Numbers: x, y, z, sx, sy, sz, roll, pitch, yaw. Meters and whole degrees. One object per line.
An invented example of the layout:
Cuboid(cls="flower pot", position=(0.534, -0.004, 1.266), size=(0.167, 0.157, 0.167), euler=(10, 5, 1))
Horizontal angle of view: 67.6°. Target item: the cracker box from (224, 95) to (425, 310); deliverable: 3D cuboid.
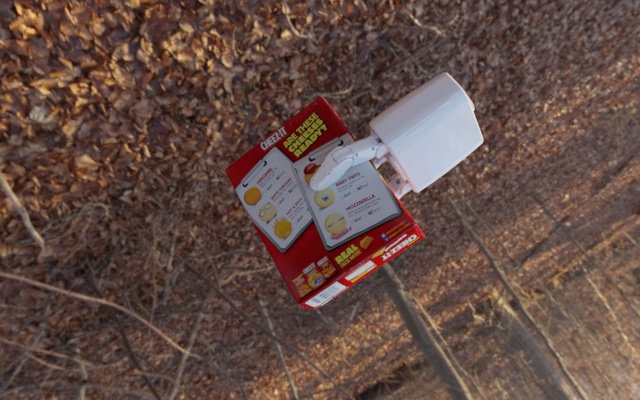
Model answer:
Cuboid(cls="cracker box", position=(0.000, 0.002, 0.598), size=(0.164, 0.213, 0.072), euler=(-36, -27, 7))
